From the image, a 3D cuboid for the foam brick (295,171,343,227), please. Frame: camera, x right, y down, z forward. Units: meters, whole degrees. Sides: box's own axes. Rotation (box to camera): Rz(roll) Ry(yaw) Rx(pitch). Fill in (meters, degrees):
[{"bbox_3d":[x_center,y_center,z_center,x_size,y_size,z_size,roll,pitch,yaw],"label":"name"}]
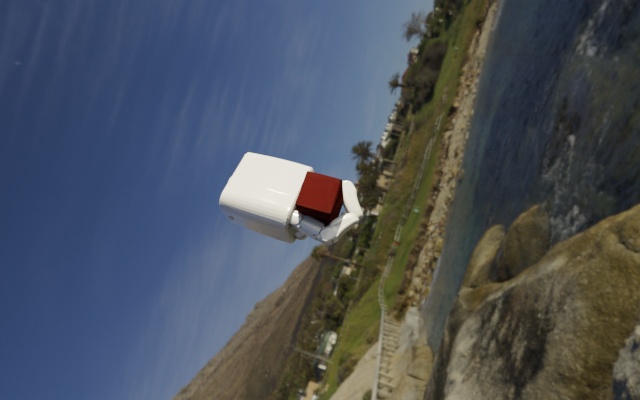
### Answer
[{"bbox_3d":[0.000,0.002,0.666,0.051,0.053,0.078,16,-20,10],"label":"foam brick"}]
